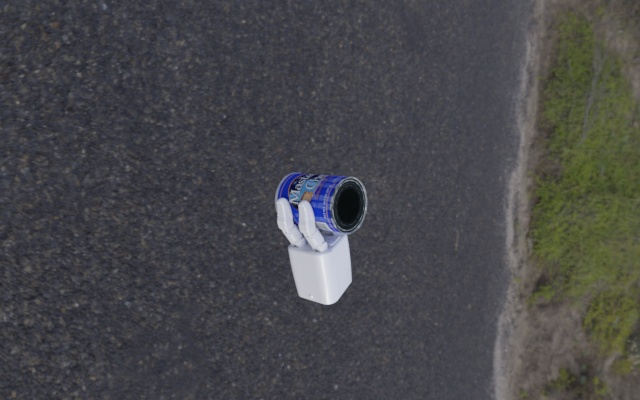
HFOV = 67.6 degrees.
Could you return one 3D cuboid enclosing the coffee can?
[{"bbox_3d":[0.000,0.003,0.882,0.140,0.103,0.103,7,4,41],"label":"coffee can"}]
